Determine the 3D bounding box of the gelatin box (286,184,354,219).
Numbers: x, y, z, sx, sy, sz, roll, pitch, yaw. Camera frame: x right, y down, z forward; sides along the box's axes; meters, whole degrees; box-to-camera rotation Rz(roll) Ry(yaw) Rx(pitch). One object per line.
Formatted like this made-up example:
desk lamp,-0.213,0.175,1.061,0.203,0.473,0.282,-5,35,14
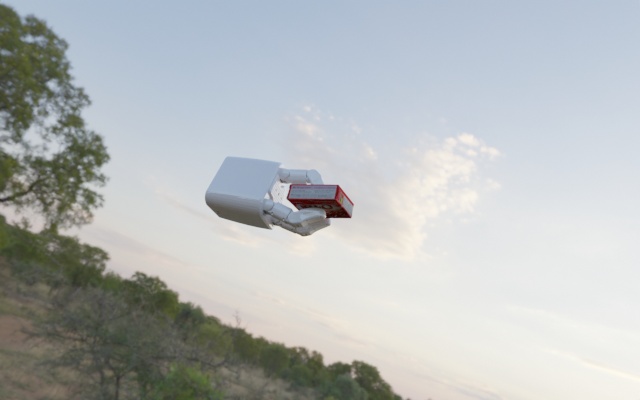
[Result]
gelatin box,0.001,0.002,0.772,0.089,0.030,0.073,0,-25,25
